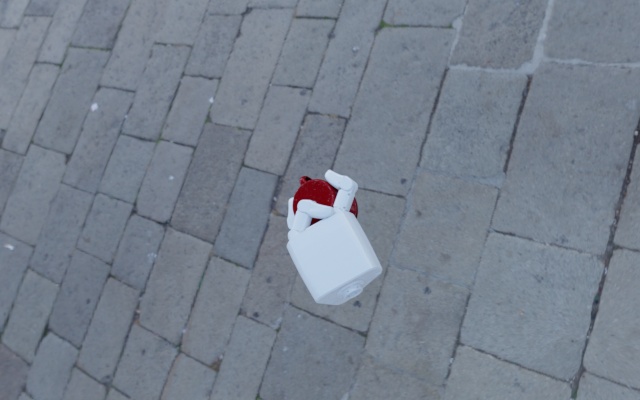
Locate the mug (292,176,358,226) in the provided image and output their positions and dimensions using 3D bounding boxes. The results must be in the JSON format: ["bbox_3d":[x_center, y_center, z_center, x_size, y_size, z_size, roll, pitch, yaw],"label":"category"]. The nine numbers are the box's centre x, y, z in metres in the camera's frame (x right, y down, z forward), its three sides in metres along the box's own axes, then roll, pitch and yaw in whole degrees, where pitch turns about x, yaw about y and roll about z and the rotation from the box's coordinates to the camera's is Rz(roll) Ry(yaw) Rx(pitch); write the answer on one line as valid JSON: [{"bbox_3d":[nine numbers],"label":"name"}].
[{"bbox_3d":[-0.001,0.001,0.817,0.093,0.117,0.081,-38,-28,15],"label":"mug"}]
